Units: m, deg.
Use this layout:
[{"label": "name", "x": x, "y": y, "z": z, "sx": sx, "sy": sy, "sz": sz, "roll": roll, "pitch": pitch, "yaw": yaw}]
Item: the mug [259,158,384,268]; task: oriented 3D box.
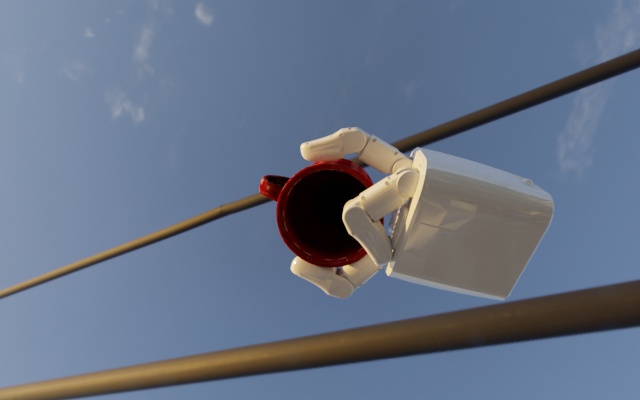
[{"label": "mug", "x": -0.001, "y": 0.001, "z": 0.447, "sx": 0.117, "sy": 0.093, "sz": 0.081, "roll": 16, "pitch": 14, "yaw": 2}]
